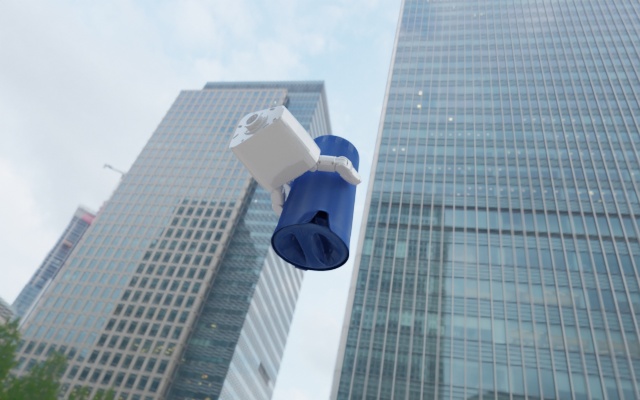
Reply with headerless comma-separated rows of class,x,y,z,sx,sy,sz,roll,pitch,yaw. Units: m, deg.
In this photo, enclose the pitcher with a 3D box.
pitcher,0.000,0.003,0.872,0.149,0.242,0.145,-16,-49,31
